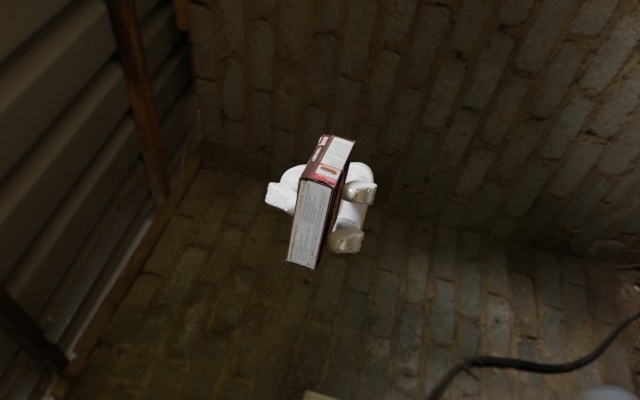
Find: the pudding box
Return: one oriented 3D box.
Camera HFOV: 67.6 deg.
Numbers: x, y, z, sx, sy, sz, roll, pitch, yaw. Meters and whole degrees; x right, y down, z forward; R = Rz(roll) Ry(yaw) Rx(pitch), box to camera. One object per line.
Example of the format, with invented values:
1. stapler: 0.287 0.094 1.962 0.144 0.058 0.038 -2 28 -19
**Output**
1. pudding box: 0.000 0.002 0.493 0.039 0.114 0.090 15 38 7
